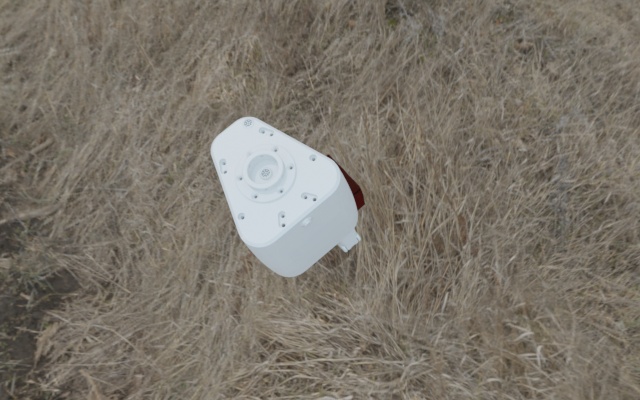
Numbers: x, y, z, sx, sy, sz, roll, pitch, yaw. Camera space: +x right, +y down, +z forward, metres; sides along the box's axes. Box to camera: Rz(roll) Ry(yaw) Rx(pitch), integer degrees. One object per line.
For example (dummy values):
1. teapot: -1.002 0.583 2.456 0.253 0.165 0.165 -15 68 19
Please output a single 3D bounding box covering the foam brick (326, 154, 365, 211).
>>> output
1. foam brick: 0.000 0.001 0.497 0.078 0.053 0.051 -40 -21 -5
